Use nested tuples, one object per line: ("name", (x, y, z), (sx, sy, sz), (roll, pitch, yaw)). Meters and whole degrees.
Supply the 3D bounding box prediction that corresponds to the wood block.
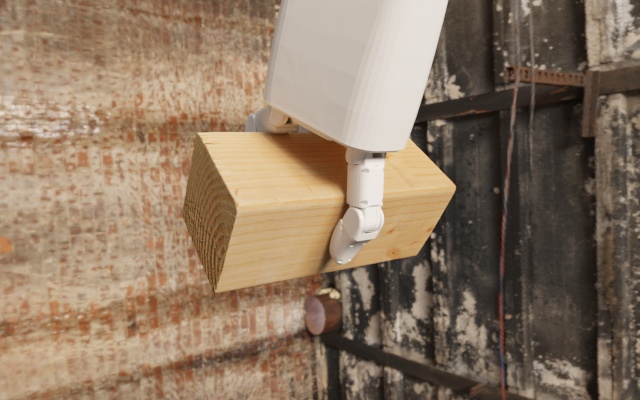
("wood block", (0.000, 0.001, 0.410), (0.206, 0.090, 0.090), (-5, 44, -32))
